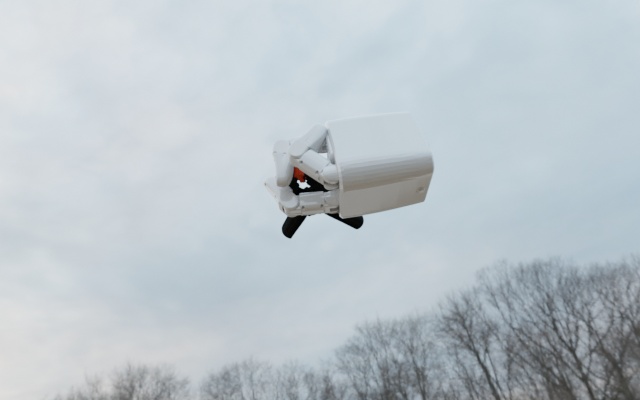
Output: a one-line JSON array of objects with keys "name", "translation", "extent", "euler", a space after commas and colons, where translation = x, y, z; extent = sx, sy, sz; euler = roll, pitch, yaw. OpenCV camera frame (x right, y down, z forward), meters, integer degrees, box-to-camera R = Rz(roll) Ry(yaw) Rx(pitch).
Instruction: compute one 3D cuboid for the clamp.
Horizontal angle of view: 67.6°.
[{"name": "clamp", "translation": [0.000, 0.002, 0.643], "extent": [0.120, 0.039, 0.172], "euler": [-9, -29, -3]}]
